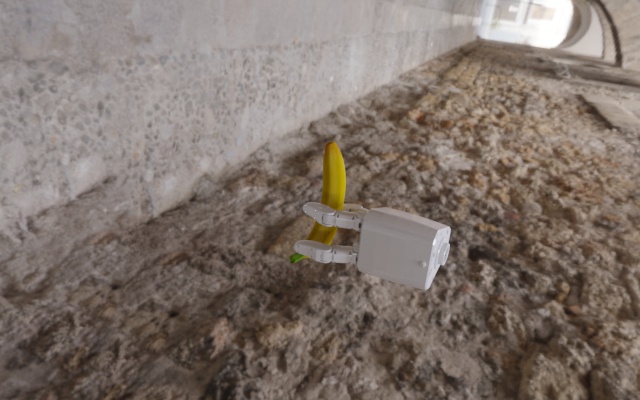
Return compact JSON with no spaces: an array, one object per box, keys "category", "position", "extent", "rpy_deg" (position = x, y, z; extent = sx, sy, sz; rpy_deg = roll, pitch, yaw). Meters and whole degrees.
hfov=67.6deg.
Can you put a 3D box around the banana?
[{"category":"banana","position":[0.009,0.009,0.756],"extent":[0.037,0.198,0.069],"rpy_deg":[16,-1,33]}]
